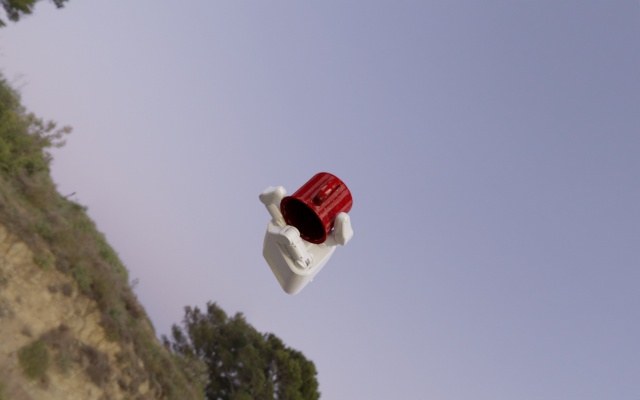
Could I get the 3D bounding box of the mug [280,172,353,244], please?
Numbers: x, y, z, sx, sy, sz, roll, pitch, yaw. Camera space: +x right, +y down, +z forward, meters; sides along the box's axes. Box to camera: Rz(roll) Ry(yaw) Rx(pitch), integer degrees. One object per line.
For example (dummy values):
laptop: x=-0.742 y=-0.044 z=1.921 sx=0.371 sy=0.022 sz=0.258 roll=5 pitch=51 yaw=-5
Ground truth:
mug: x=0.001 y=0.002 z=0.744 sx=0.081 sy=0.093 sz=0.117 roll=-43 pitch=-11 yaw=-33
